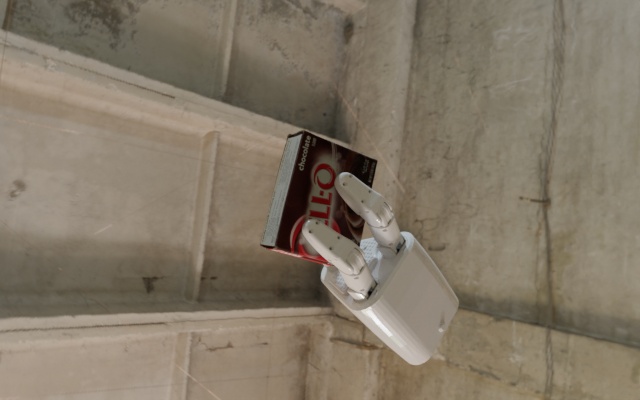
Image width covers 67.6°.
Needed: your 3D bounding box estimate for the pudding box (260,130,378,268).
[{"bbox_3d":[0.000,0.002,0.456,0.090,0.113,0.039,18,-12,-32],"label":"pudding box"}]
